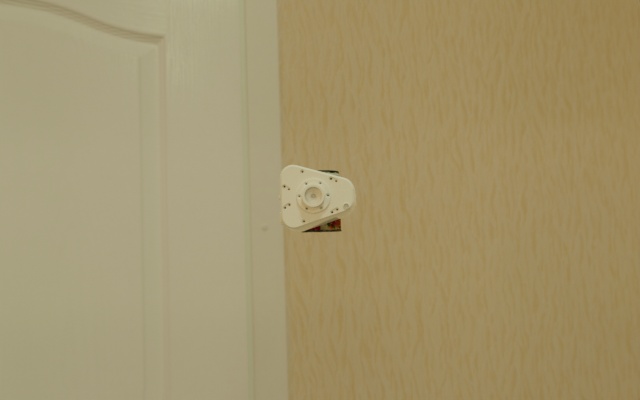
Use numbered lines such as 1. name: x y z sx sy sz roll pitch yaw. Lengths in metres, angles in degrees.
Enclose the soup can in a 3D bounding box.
1. soup can: 0.000 0.002 0.810 0.068 0.102 0.068 -2 -3 0
